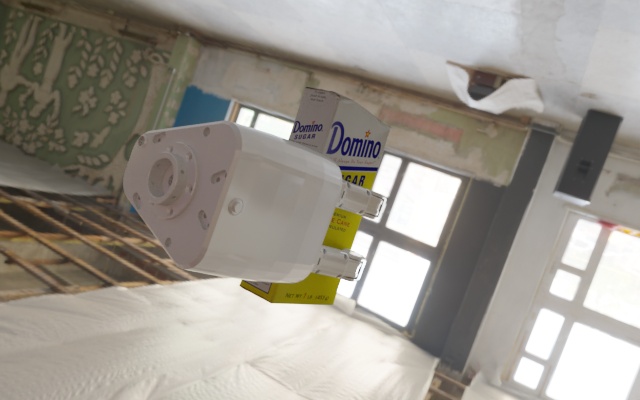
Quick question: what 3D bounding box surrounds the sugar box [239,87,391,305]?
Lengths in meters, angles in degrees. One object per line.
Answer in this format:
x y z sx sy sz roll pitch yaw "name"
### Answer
0.000 0.002 0.419 0.048 0.176 0.093 21 2 36 "sugar box"
